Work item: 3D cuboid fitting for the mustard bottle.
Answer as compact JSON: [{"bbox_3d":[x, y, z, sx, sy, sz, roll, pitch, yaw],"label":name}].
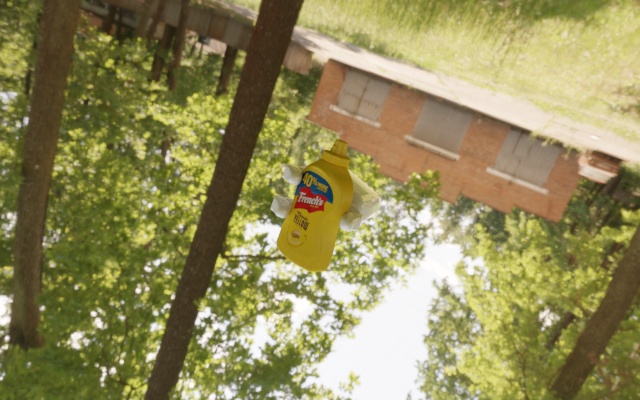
[{"bbox_3d":[0.000,0.003,0.708,0.058,0.192,0.096,7,18,-44],"label":"mustard bottle"}]
